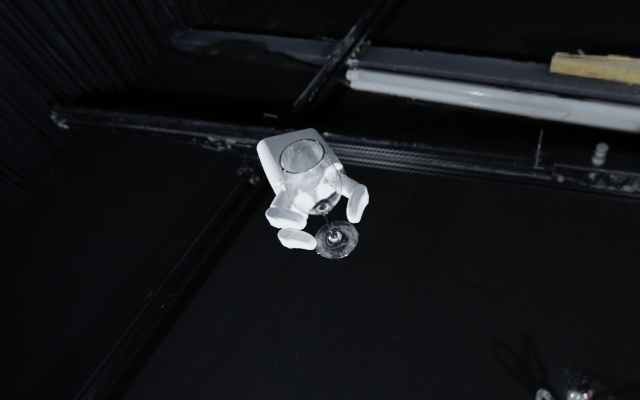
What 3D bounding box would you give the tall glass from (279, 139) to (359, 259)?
[{"bbox_3d":[0.000,0.003,0.693,0.079,0.079,0.201,0,-37,18],"label":"tall glass"}]
